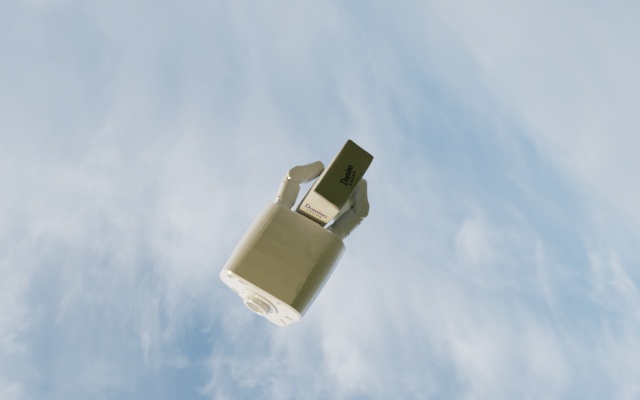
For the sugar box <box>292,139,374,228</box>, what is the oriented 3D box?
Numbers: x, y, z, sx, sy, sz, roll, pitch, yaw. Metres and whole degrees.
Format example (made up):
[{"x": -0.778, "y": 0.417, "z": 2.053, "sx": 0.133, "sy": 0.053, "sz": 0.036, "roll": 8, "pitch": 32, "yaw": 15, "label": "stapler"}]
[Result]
[{"x": 0.000, "y": 0.003, "z": 0.627, "sx": 0.048, "sy": 0.093, "sz": 0.176, "roll": 37, "pitch": -30, "yaw": -5, "label": "sugar box"}]
